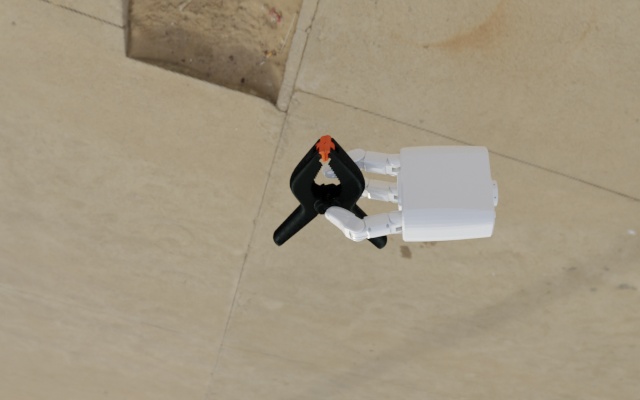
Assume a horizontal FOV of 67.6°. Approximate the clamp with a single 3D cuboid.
[{"bbox_3d":[0.000,0.002,0.627,0.164,0.036,0.210,-4,-40,9],"label":"clamp"}]
